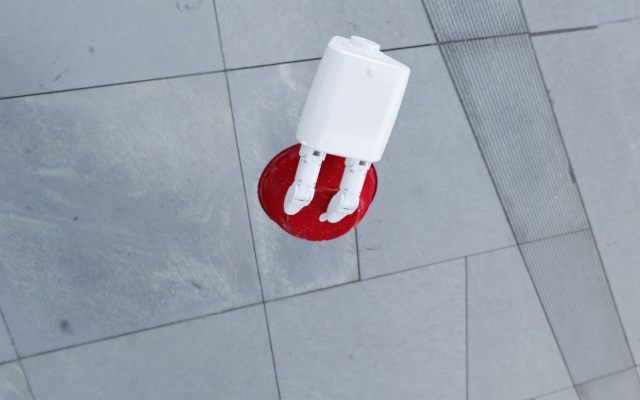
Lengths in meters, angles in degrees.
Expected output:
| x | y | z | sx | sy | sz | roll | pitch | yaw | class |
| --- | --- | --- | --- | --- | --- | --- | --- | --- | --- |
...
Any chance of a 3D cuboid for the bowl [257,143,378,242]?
| x | y | z | sx | sy | sz | roll | pitch | yaw | class |
| --- | --- | --- | --- | --- | --- | --- | --- | --- | --- |
| 0.000 | 0.003 | 0.617 | 0.162 | 0.162 | 0.055 | 0 | 42 | -9 | bowl |
